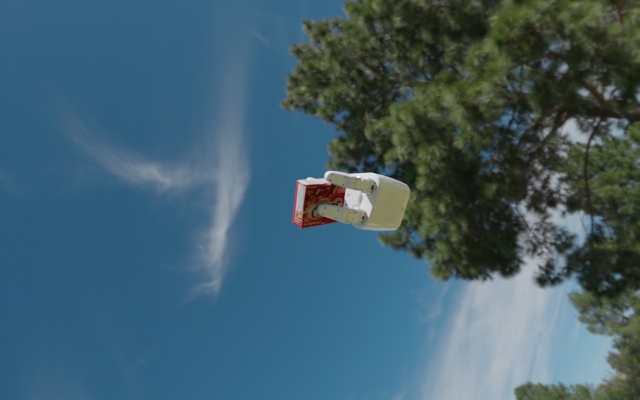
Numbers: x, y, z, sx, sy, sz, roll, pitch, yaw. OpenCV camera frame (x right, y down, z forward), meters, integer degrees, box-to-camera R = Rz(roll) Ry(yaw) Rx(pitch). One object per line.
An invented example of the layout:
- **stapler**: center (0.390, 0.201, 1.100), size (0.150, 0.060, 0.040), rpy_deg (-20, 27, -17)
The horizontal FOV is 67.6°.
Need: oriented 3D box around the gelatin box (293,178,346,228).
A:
- **gelatin box**: center (0.000, 0.002, 0.782), size (0.089, 0.073, 0.030), rpy_deg (-7, 22, -39)
